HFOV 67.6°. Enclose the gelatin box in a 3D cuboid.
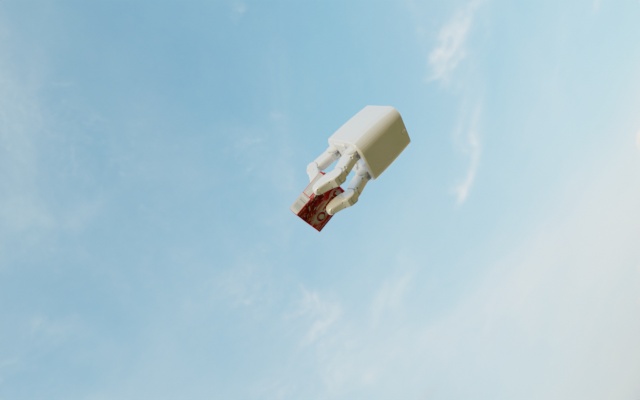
[{"bbox_3d":[0.000,0.003,0.848,0.073,0.089,0.030,39,1,-44],"label":"gelatin box"}]
